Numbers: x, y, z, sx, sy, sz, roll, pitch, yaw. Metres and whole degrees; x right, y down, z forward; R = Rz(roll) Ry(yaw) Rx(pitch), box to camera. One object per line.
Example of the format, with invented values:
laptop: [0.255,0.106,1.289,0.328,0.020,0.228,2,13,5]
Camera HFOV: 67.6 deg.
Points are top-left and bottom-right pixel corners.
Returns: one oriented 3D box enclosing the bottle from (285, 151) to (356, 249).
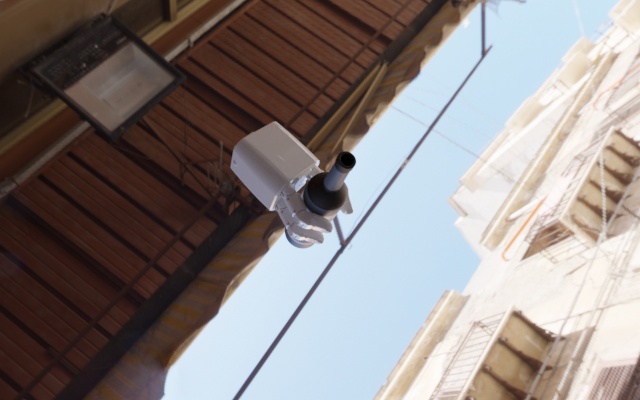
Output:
bottle: [0.000,0.003,0.783,0.069,0.069,0.296,0,-23,-16]
